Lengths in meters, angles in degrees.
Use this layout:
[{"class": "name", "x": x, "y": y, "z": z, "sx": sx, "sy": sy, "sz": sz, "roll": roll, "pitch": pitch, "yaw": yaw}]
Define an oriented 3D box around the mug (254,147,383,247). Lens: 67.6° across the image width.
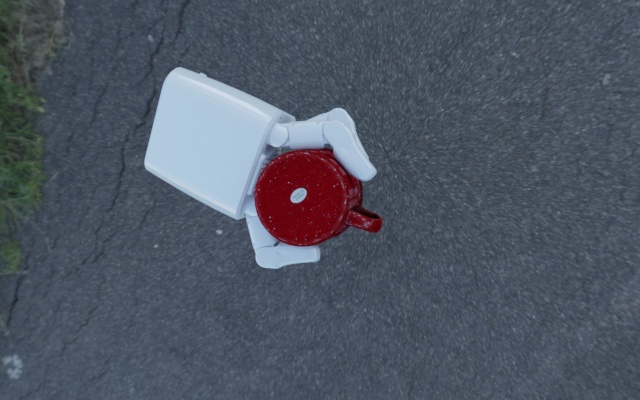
[{"class": "mug", "x": 0.001, "y": 0.002, "z": 0.430, "sx": 0.117, "sy": 0.093, "sz": 0.081, "roll": 26, "pitch": 8, "yaw": 7}]
